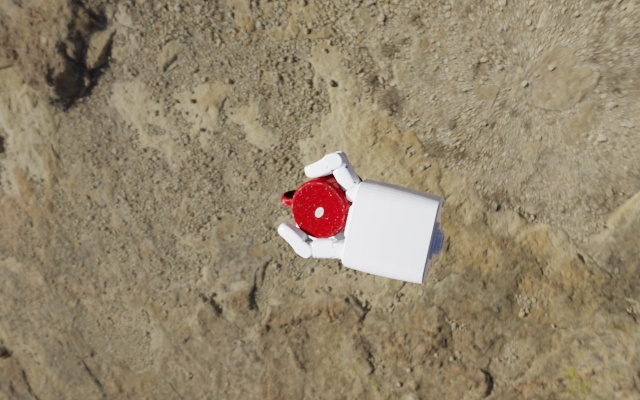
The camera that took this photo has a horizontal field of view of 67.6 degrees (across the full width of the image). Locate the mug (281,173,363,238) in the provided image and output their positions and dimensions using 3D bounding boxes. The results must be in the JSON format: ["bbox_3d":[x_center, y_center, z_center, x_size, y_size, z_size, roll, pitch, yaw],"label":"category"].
[{"bbox_3d":[-0.001,0.002,0.669,0.117,0.093,0.081,11,17,20],"label":"mug"}]
